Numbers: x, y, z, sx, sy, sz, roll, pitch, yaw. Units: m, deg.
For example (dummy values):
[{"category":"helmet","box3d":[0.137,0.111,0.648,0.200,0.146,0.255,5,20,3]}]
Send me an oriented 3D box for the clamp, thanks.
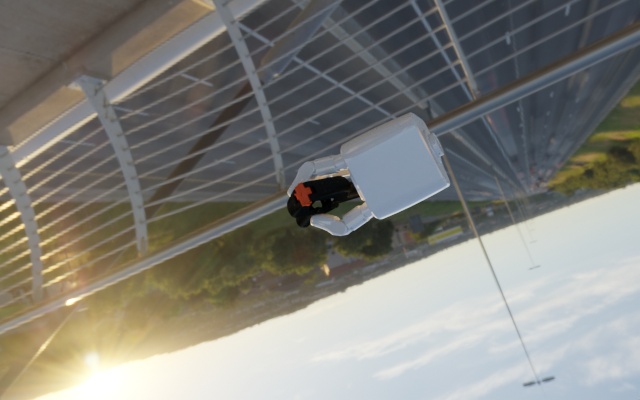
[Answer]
[{"category":"clamp","box3d":[0.000,0.003,0.700,0.164,0.036,0.210,-29,-11,21]}]
